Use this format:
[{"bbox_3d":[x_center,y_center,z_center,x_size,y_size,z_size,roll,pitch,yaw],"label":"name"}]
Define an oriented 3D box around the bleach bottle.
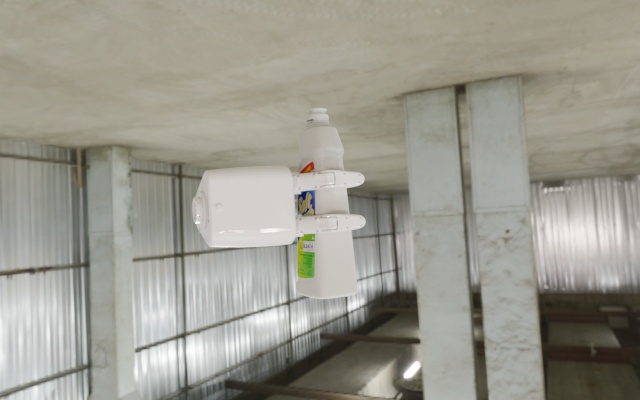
[{"bbox_3d":[0.000,0.002,0.654,0.068,0.251,0.102,-3,-3,-23],"label":"bleach bottle"}]
